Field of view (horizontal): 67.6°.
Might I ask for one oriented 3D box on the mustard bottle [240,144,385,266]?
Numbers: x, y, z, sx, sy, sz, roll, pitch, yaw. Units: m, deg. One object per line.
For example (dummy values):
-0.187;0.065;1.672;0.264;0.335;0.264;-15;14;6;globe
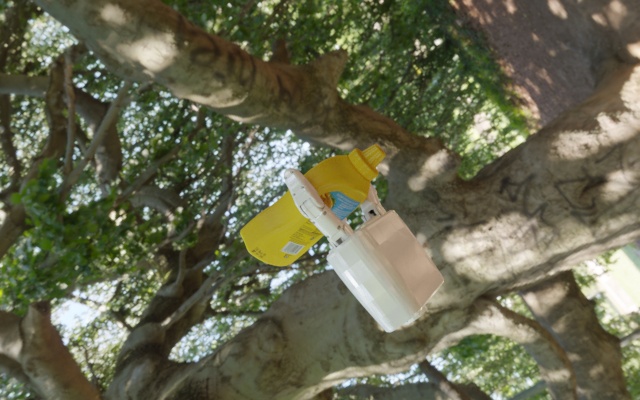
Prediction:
0.000;0.002;0.574;0.192;0.058;0.096;-40;-33;17;mustard bottle
